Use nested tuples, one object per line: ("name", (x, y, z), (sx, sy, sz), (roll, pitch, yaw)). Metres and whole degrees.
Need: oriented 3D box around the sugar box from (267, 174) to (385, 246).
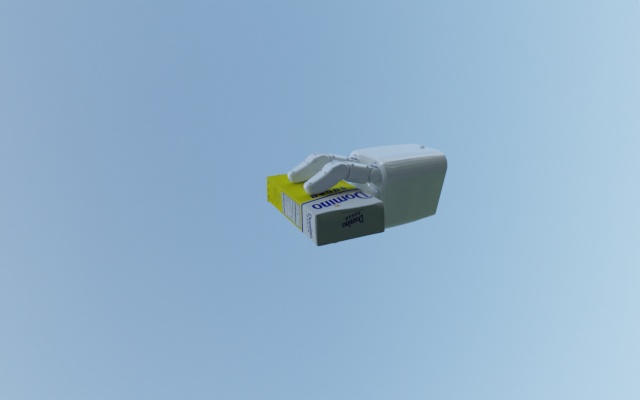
("sugar box", (0.000, 0.001, 0.624), (0.093, 0.048, 0.176), (-10, 18, -23))
